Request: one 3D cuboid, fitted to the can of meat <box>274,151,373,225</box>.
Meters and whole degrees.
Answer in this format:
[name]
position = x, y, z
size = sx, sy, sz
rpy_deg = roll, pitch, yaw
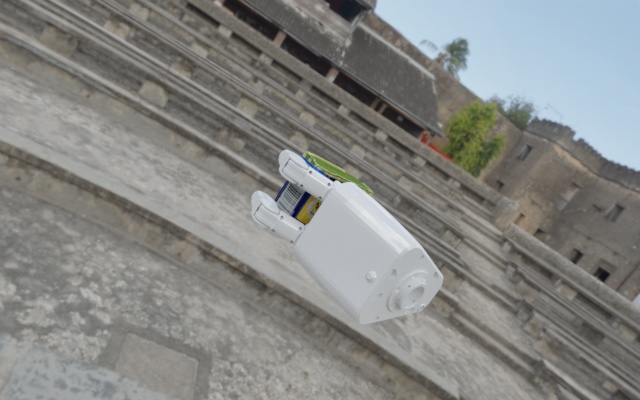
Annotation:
[can of meat]
position = 0.000, 0.002, 0.544
size = 0.102, 0.084, 0.057
rpy_deg = 23, 16, -44
